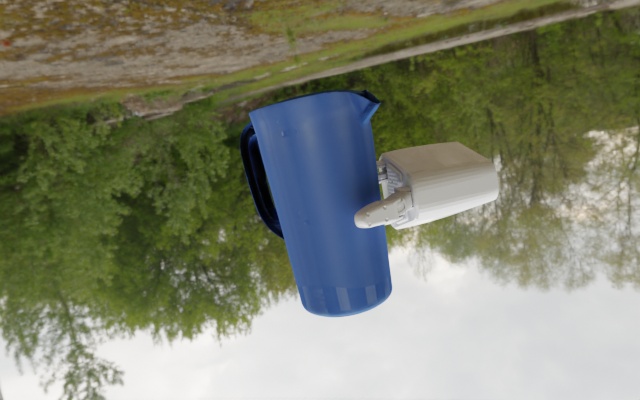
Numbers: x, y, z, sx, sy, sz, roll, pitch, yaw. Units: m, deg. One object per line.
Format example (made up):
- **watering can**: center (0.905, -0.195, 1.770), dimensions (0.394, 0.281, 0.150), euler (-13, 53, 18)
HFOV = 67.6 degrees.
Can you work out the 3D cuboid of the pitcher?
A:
- **pitcher**: center (0.000, 0.002, 0.548), dimensions (0.145, 0.243, 0.149), euler (-13, 8, -13)
